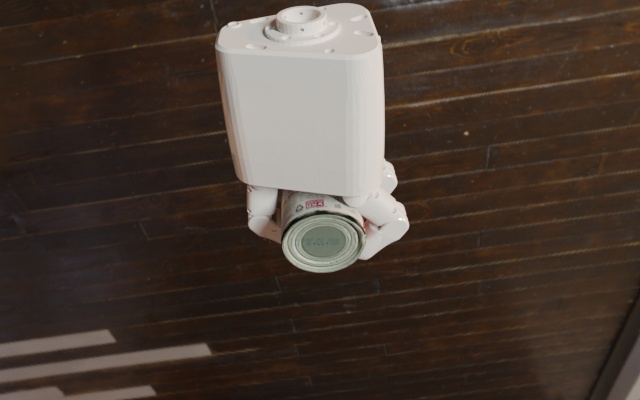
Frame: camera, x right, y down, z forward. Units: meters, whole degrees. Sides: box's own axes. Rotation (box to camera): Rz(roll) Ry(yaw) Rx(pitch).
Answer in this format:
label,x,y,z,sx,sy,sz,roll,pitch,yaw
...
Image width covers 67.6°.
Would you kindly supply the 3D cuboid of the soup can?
label,x,y,z,sx,sy,sz,roll,pitch,yaw
soup can,0.000,0.002,0.405,0.068,0.069,0.102,0,41,-4
